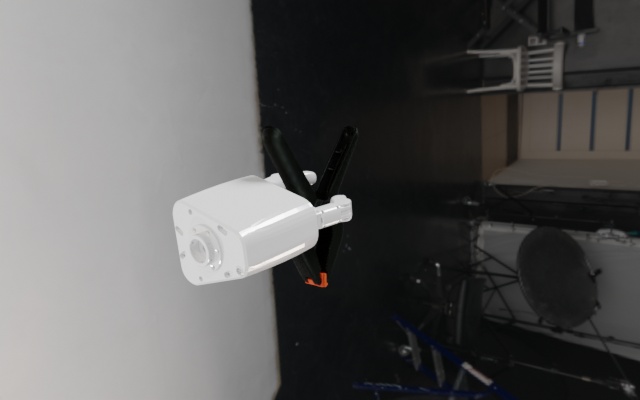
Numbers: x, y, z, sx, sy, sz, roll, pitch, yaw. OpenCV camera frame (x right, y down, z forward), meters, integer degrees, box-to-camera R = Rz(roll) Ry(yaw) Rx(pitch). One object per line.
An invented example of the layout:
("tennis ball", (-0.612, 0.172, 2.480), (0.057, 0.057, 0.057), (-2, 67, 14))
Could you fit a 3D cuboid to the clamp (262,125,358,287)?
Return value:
("clamp", (0.001, 0.003, 0.600), (0.036, 0.210, 0.164), (7, 19, 40))
